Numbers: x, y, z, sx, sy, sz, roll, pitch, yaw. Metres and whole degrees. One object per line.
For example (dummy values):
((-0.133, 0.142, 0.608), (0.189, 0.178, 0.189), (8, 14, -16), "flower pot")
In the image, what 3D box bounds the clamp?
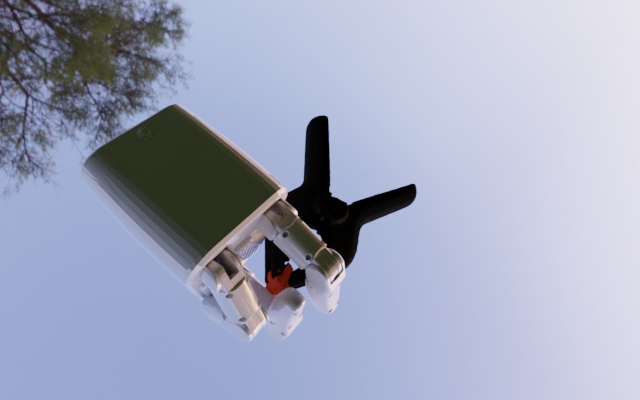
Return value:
((0.000, 0.002, 0.407), (0.171, 0.120, 0.039), (-44, -9, -36), "clamp")
